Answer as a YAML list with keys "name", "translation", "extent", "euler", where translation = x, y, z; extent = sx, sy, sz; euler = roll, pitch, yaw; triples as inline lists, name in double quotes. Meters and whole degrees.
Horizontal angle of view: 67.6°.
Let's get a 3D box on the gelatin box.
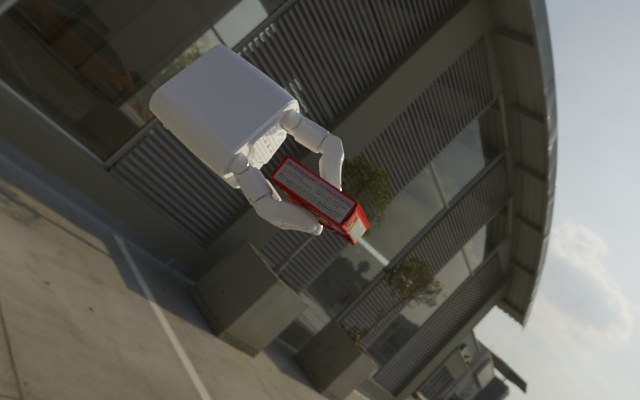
- name: "gelatin box"
  translation: [0.001, 0.001, 0.463]
  extent: [0.089, 0.030, 0.073]
  euler: [34, -8, 21]
